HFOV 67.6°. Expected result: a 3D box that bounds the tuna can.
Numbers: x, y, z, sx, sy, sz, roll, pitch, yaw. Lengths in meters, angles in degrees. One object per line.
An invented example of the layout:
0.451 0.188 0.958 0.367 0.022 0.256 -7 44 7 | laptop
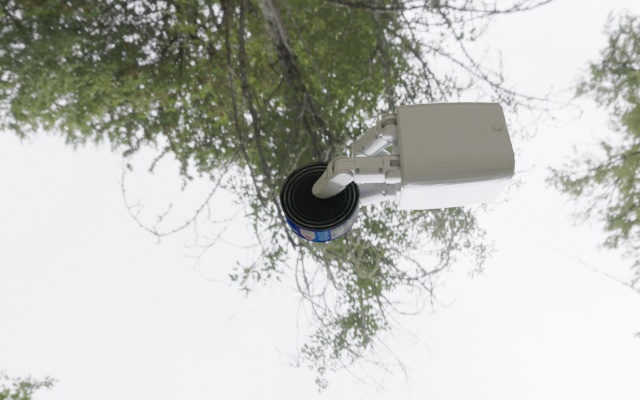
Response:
0.000 0.002 0.522 0.086 0.086 0.034 0 -30 5 | tuna can
